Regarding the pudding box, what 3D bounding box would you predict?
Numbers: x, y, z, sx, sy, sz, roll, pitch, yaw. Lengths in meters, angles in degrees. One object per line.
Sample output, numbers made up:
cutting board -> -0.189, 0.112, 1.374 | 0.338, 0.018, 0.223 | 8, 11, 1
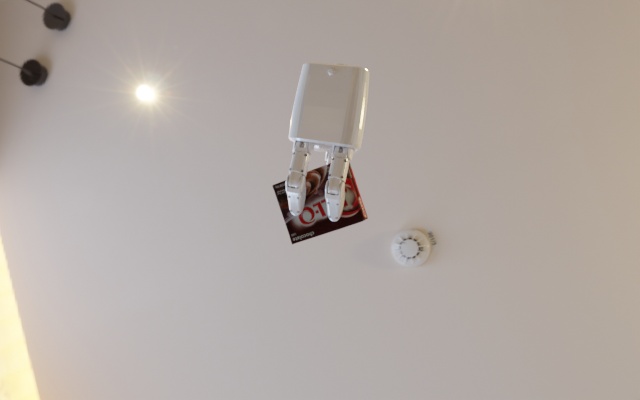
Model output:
pudding box -> 0.000, 0.002, 0.675 | 0.113, 0.090, 0.039 | -20, -4, 15
